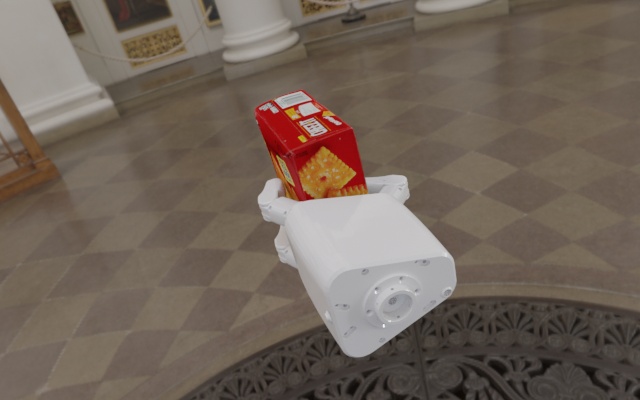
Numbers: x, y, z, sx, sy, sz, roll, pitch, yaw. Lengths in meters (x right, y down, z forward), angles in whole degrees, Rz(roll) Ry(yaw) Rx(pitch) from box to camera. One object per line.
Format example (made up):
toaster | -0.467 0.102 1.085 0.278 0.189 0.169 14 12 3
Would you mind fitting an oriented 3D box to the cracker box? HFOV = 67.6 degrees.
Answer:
cracker box | 0.000 0.002 0.536 0.072 0.214 0.164 -21 30 -10
